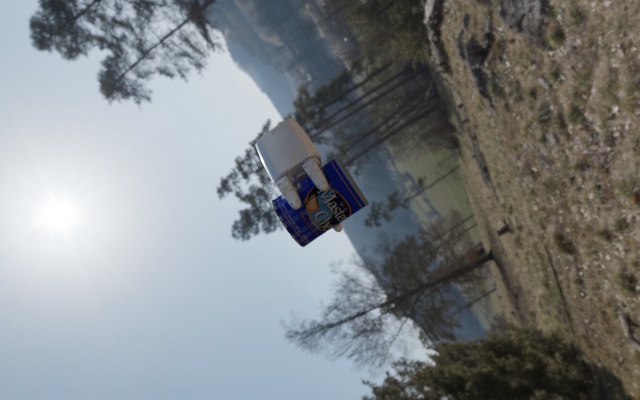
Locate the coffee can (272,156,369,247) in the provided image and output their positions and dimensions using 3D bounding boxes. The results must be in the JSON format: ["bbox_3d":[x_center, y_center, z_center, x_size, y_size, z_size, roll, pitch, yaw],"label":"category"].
[{"bbox_3d":[0.000,0.003,0.848,0.140,0.103,0.103,-34,-4,5],"label":"coffee can"}]
